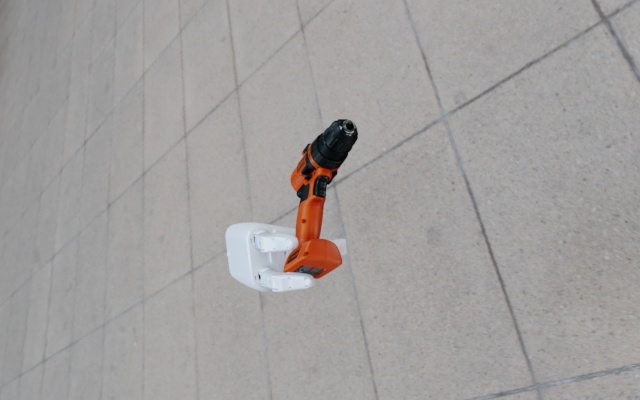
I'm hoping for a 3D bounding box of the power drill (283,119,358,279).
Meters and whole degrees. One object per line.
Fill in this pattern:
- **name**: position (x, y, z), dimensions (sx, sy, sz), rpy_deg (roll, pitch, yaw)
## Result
- **power drill**: position (0.000, 0.003, 0.649), dimensions (0.057, 0.187, 0.184), rpy_deg (13, -26, -15)
